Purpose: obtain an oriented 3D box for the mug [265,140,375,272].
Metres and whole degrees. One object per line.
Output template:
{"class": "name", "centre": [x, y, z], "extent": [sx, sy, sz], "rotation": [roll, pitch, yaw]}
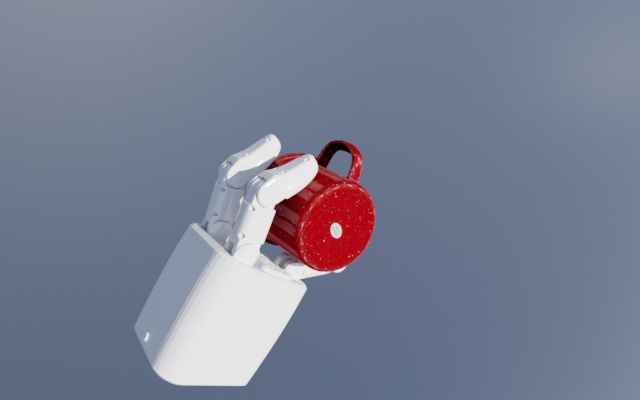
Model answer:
{"class": "mug", "centre": [0.001, 0.000, 0.424], "extent": [0.093, 0.117, 0.081], "rotation": [30, -1, -39]}
